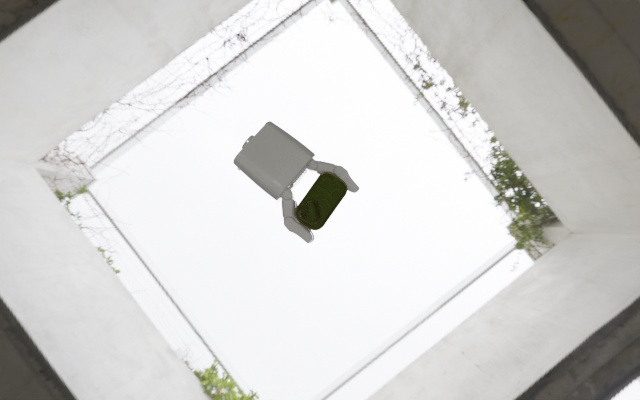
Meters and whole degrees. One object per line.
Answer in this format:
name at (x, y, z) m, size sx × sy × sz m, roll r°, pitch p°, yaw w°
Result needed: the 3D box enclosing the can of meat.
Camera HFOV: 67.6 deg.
can of meat at (0.000, 0.003, 0.856) m, size 0.057 × 0.102 × 0.084 m, roll 35°, pitch -3°, yaw 0°
